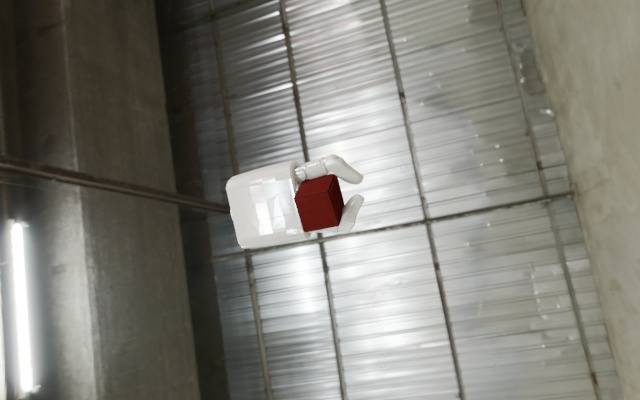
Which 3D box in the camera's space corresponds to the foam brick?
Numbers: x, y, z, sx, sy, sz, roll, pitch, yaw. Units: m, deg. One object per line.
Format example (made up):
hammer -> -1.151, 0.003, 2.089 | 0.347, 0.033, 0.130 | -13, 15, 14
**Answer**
foam brick -> 0.000, 0.002, 0.664 | 0.051, 0.053, 0.078 | -11, 19, 13
